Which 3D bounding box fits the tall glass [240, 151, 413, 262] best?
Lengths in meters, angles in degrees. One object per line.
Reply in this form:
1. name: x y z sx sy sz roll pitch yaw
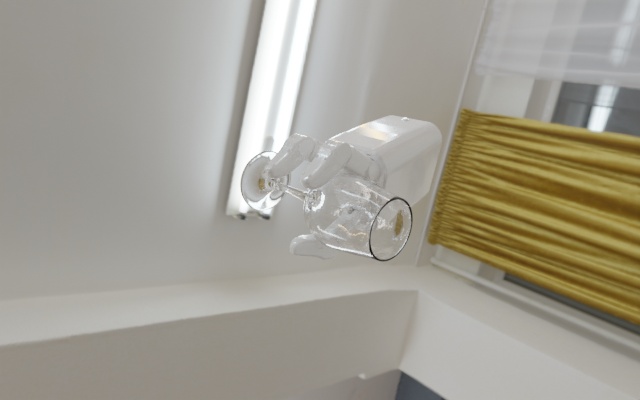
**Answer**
1. tall glass: 0.000 0.002 0.509 0.079 0.079 0.201 0 15 -43
